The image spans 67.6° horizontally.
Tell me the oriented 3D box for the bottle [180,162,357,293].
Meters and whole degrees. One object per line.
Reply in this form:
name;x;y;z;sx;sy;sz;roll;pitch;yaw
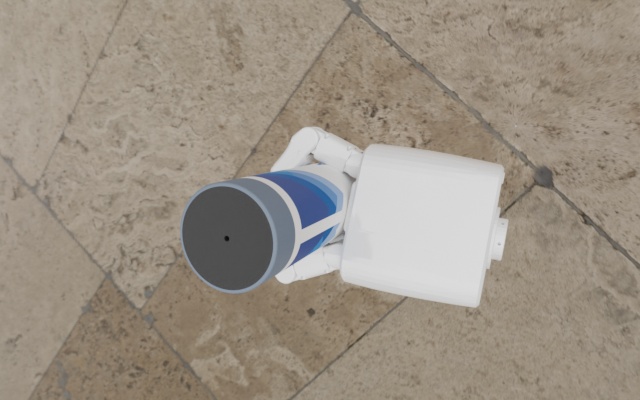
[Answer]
bottle;0.000;0.001;0.411;0.069;0.069;0.295;0;8;22
